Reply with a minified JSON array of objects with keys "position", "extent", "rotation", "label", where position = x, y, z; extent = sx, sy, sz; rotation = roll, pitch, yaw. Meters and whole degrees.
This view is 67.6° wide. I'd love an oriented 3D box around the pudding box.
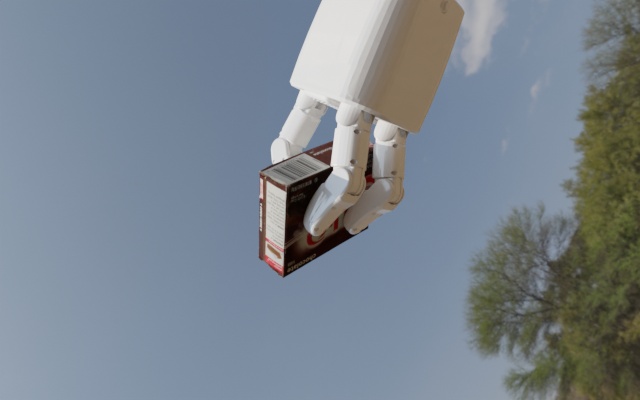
[{"position":[0.000,0.001,0.410],"extent":[0.113,0.090,0.039],"rotation":[-24,42,-37],"label":"pudding box"}]
